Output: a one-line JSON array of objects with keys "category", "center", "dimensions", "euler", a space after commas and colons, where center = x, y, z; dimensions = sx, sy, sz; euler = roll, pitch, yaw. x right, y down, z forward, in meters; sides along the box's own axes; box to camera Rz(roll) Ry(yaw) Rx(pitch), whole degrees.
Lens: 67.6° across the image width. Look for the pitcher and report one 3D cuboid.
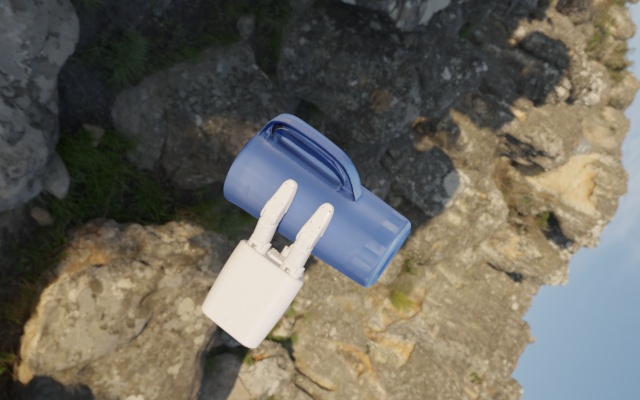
[{"category": "pitcher", "center": [0.000, 0.002, 0.652], "dimensions": [0.243, 0.145, 0.149], "euler": [34, 0, 12]}]
